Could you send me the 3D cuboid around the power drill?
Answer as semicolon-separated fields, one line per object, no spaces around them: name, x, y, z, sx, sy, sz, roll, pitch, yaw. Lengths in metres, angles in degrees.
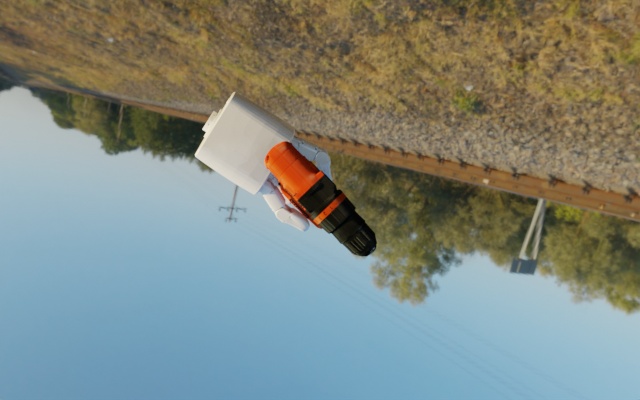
power drill;0.000;0.002;0.678;0.057;0.184;0.187;-42;0;-5
